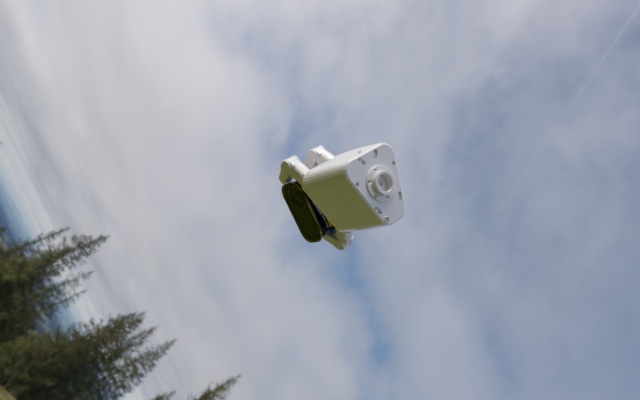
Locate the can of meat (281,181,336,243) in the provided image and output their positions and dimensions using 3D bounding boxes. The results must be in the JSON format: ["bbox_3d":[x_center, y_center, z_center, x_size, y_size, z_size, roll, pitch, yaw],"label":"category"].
[{"bbox_3d":[0.000,0.002,0.757,0.084,0.102,0.057,-30,7,-31],"label":"can of meat"}]
